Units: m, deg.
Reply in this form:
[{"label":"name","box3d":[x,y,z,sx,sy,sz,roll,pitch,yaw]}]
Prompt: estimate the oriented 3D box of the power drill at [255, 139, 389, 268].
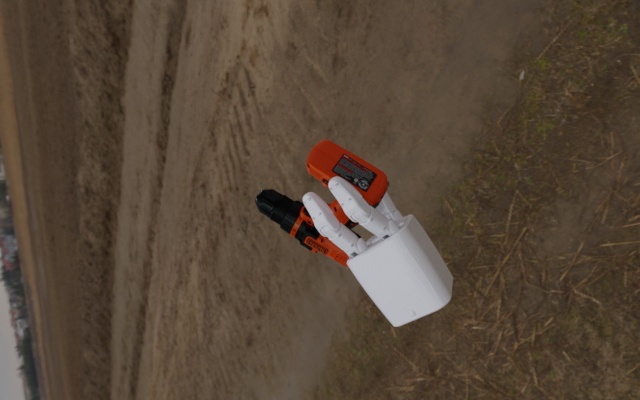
[{"label":"power drill","box3d":[0.000,0.002,0.661,0.184,0.057,0.188,30,-34,4]}]
